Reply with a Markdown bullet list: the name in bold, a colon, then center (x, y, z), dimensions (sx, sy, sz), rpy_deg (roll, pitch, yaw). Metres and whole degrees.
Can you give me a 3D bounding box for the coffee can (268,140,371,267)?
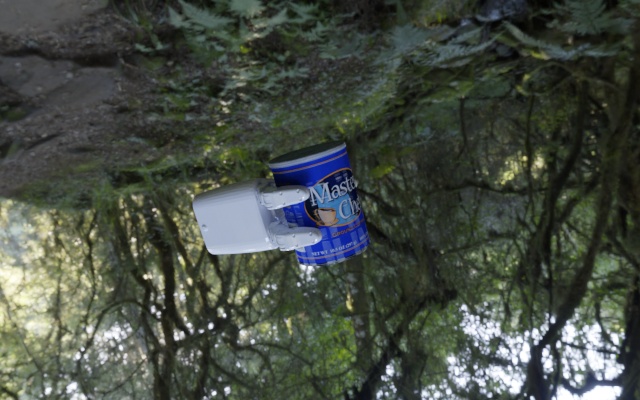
- **coffee can**: center (0.000, 0.002, 0.630), dimensions (0.103, 0.140, 0.102), rpy_deg (-15, 12, 3)
